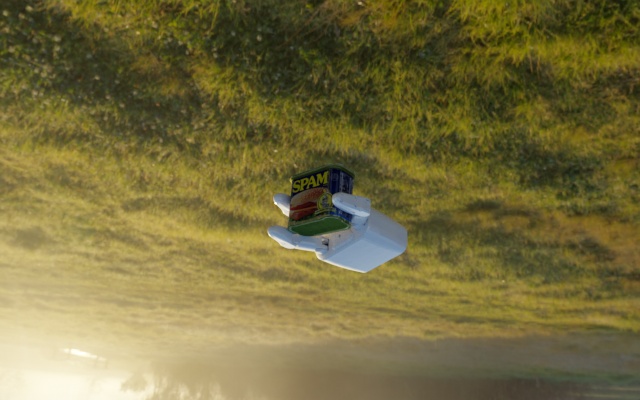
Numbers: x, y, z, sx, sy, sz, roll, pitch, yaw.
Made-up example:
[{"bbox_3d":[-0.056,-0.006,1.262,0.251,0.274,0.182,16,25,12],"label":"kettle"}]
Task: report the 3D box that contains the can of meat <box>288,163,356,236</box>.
[{"bbox_3d":[0.000,0.003,0.702,0.102,0.084,0.057,-15,-30,37],"label":"can of meat"}]
